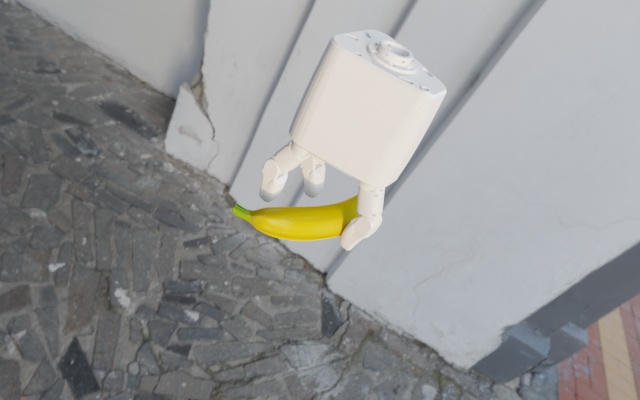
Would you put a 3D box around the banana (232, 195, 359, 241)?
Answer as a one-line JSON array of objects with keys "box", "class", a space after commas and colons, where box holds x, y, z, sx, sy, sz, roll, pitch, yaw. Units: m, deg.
[{"box": [0.005, 0.014, 0.541, 0.198, 0.037, 0.069, -4, 43, -32], "class": "banana"}]
